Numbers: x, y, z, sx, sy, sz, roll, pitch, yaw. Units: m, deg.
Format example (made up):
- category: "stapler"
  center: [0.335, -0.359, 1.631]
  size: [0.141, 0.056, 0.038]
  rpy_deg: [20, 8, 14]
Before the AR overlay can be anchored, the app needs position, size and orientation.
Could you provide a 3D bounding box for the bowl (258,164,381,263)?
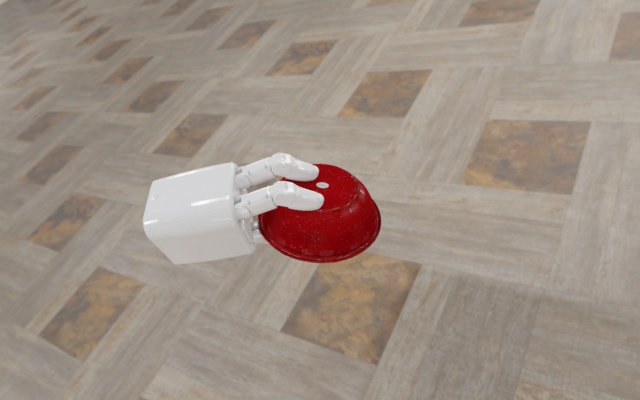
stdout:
- category: "bowl"
  center: [0.001, 0.001, 0.607]
  size: [0.162, 0.055, 0.162]
  rpy_deg: [2, 41, -2]
